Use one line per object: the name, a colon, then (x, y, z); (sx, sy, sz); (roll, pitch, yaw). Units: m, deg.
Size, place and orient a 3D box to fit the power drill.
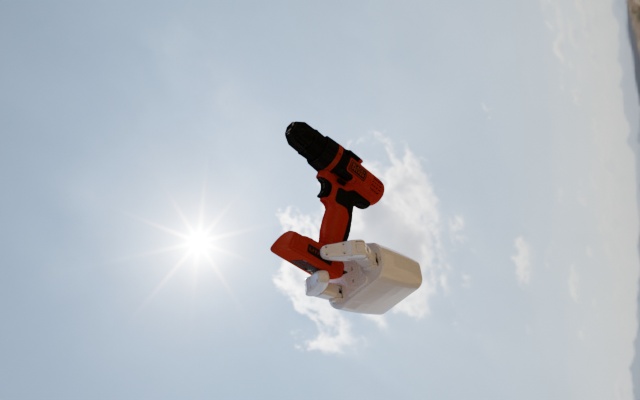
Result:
power drill: (0.000, 0.003, 0.673); (0.184, 0.187, 0.057); (35, -26, -25)
